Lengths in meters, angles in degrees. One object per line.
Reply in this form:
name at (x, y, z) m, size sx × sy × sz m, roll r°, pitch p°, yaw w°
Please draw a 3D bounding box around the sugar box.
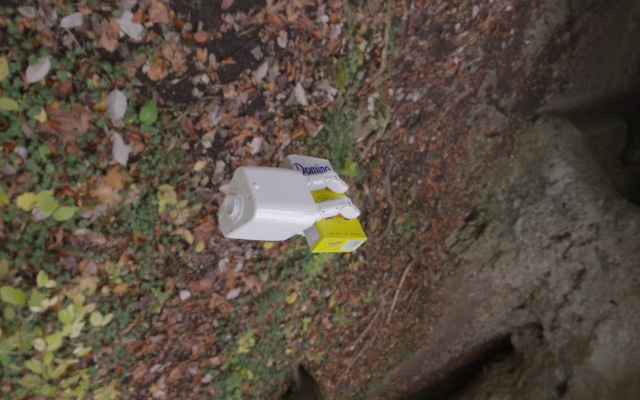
sugar box at (0.000, 0.002, 0.793) m, size 0.093 × 0.176 × 0.048 m, roll 4°, pitch -39°, yaw -39°
